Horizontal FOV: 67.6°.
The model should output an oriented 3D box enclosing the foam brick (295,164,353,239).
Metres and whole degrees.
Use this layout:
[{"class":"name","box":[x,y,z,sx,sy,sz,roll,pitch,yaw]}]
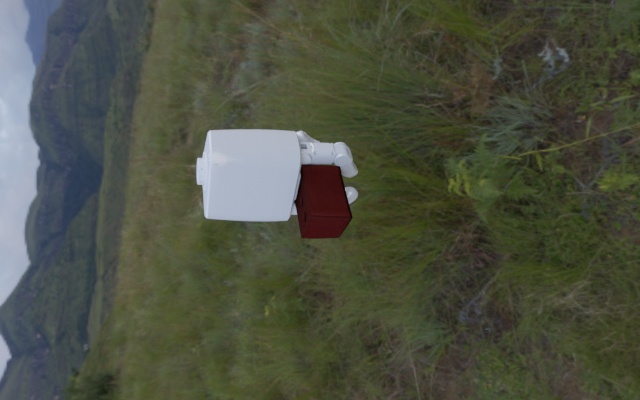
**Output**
[{"class":"foam brick","box":[0.000,0.002,0.586,0.051,0.078,0.053,0,-35,-19]}]
